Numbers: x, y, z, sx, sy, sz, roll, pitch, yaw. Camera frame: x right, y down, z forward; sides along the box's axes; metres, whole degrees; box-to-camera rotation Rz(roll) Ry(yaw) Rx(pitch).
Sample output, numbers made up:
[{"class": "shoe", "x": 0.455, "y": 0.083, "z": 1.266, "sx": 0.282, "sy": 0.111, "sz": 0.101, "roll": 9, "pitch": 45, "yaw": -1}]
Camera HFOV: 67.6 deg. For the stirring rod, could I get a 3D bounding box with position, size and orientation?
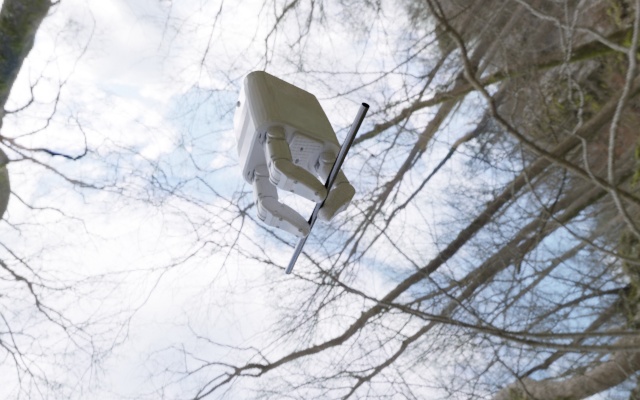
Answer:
[{"class": "stirring rod", "x": 0.000, "y": 0.001, "z": 0.485, "sx": 0.011, "sy": 0.011, "sz": 0.240, "roll": 0, "pitch": -44, "yaw": -26}]
